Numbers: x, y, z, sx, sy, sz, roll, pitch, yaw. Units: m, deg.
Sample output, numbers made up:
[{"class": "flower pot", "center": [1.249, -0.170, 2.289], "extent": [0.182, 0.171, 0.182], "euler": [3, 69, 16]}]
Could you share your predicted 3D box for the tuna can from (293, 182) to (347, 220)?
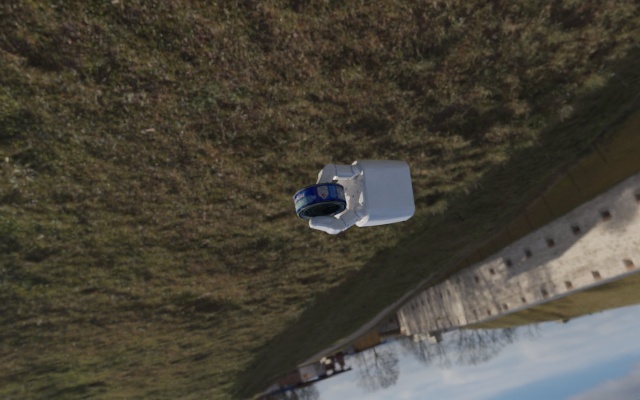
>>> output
[{"class": "tuna can", "center": [0.000, 0.003, 0.789], "extent": [0.086, 0.033, 0.086], "euler": [-10, -20, -3]}]
